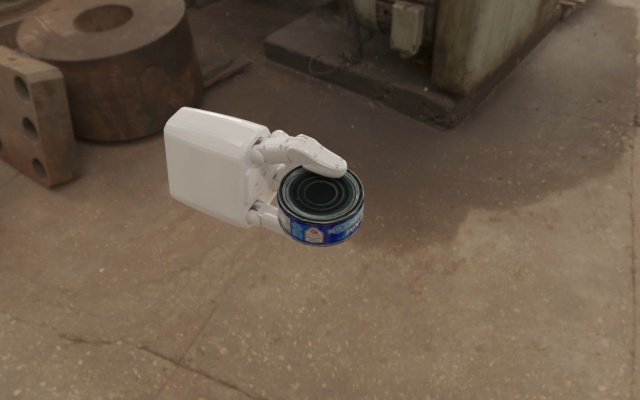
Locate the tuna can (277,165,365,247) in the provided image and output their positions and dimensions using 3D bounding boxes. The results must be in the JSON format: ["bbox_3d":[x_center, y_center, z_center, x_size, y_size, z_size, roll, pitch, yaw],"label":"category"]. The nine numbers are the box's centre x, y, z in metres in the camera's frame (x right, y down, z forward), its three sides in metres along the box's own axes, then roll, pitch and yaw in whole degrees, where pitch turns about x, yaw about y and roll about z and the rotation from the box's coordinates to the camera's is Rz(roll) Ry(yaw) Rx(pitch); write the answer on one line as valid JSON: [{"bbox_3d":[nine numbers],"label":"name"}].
[{"bbox_3d":[0.000,0.001,0.465,0.086,0.086,0.034,0,-43,-1],"label":"tuna can"}]
